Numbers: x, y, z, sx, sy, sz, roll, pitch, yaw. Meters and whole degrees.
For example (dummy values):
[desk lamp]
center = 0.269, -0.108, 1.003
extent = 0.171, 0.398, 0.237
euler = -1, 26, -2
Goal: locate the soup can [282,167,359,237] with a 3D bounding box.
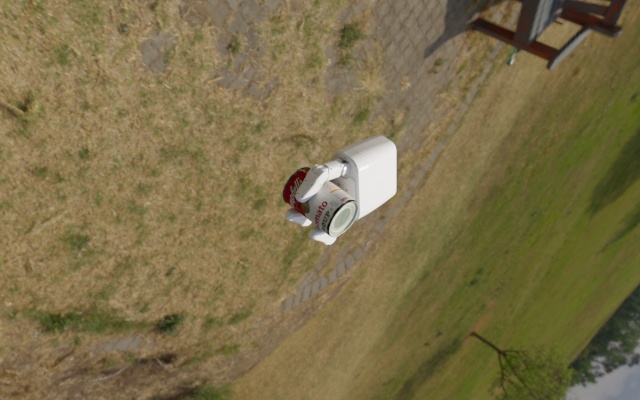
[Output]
[soup can]
center = 0.000, 0.003, 0.735
extent = 0.102, 0.068, 0.068
euler = 37, 20, 29
